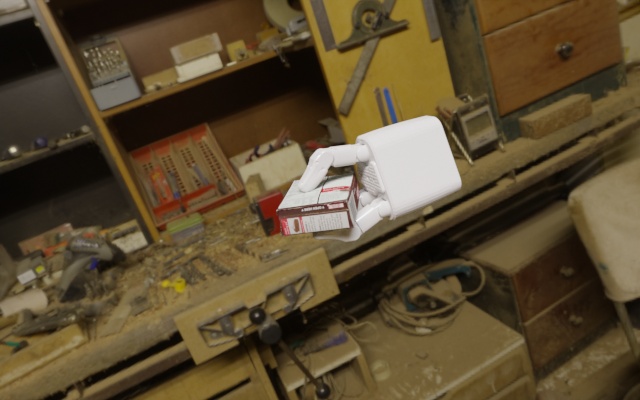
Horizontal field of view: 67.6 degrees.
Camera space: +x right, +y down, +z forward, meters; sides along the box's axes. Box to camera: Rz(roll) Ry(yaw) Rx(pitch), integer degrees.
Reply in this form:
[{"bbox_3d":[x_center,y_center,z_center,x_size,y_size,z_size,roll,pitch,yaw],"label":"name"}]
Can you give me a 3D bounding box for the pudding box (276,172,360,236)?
[{"bbox_3d":[0.000,0.002,0.605,0.090,0.039,0.113,-8,18,11],"label":"pudding box"}]
